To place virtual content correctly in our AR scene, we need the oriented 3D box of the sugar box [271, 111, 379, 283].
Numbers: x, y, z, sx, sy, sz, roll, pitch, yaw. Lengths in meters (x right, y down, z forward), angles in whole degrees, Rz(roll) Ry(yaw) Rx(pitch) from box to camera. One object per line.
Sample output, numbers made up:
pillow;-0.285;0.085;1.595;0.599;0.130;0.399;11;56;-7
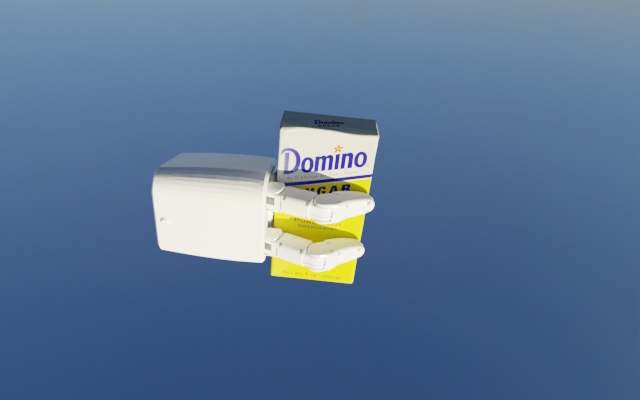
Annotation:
sugar box;0.000;0.002;0.488;0.093;0.176;0.048;5;33;-1
